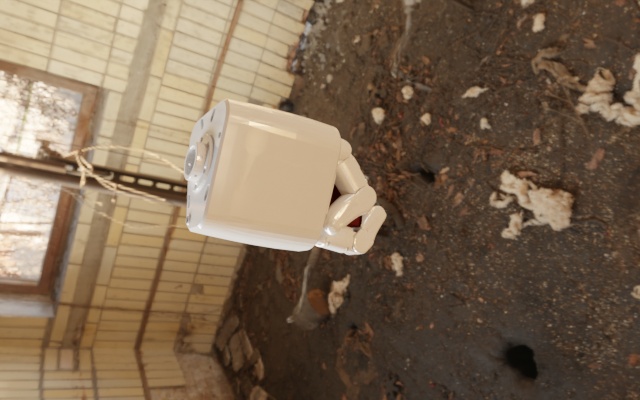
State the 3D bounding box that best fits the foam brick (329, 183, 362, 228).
[{"bbox_3d":[0.000,0.002,0.482,0.051,0.053,0.078,12,-15,-31],"label":"foam brick"}]
